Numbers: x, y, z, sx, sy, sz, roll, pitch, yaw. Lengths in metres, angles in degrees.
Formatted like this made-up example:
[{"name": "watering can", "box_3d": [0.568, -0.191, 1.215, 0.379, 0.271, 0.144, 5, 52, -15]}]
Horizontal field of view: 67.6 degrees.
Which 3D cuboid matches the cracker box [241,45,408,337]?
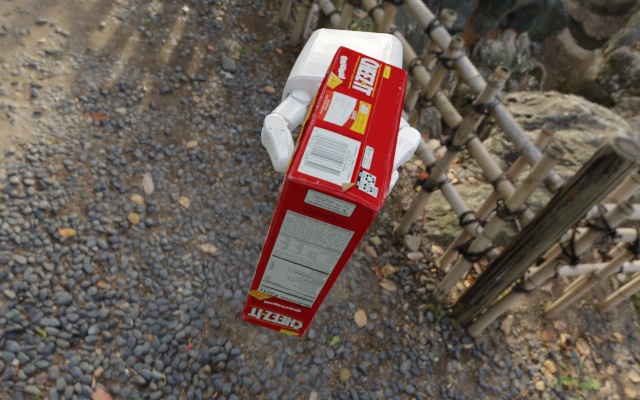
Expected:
[{"name": "cracker box", "box_3d": [0.000, 0.001, 0.426, 0.072, 0.164, 0.214, 20, -41, -3]}]
